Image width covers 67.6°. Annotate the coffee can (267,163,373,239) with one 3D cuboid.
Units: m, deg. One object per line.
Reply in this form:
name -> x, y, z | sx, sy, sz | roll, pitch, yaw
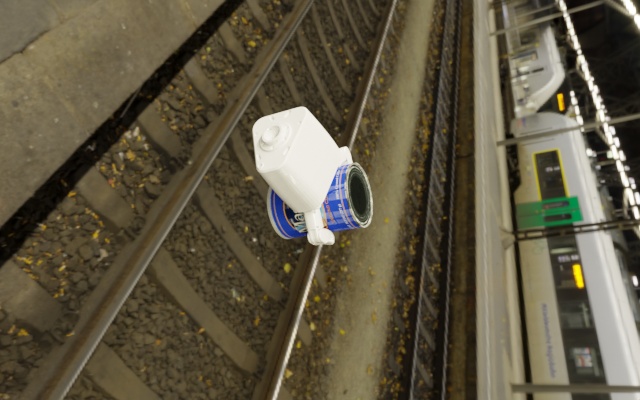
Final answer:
coffee can -> 0.000, 0.003, 0.767 | 0.140, 0.103, 0.103 | -10, -5, 26
